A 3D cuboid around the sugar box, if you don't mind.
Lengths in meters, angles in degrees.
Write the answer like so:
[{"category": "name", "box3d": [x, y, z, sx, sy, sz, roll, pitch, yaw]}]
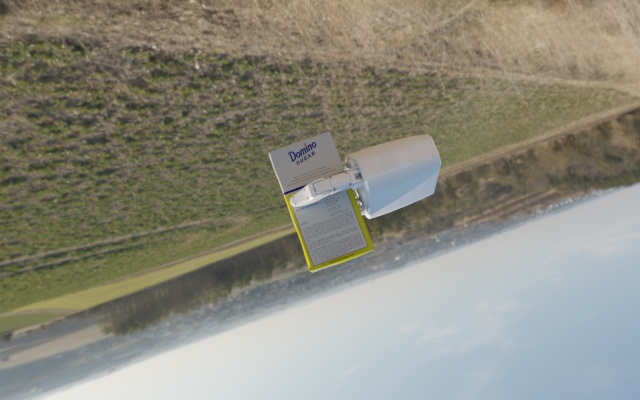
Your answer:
[{"category": "sugar box", "box3d": [0.000, 0.002, 0.665, 0.093, 0.176, 0.048, -19, -10, -3]}]
